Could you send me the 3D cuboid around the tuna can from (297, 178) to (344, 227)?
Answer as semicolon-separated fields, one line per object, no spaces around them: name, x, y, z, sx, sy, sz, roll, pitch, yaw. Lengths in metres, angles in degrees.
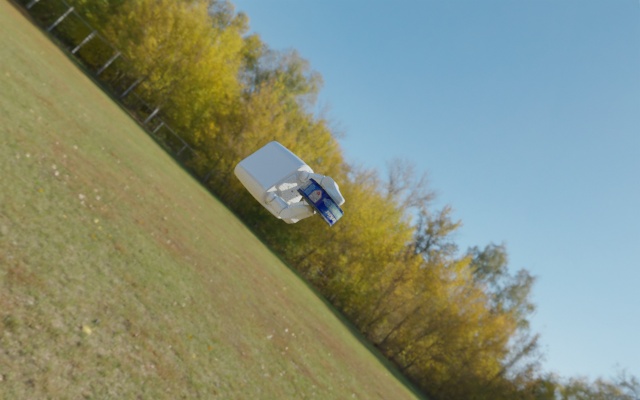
tuna can;0.001;0.002;0.816;0.034;0.086;0.086;-42;3;-3
